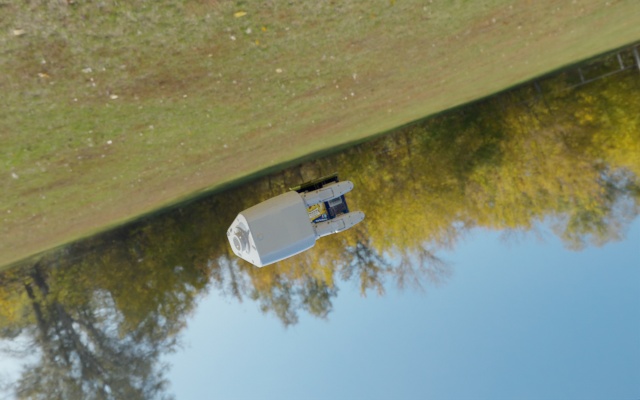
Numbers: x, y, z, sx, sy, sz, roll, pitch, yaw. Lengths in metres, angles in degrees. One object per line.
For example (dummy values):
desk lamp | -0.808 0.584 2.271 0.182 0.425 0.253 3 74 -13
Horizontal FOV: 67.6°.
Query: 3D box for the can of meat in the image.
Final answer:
can of meat | 0.000 0.003 0.845 0.057 0.084 0.102 -21 4 -36
